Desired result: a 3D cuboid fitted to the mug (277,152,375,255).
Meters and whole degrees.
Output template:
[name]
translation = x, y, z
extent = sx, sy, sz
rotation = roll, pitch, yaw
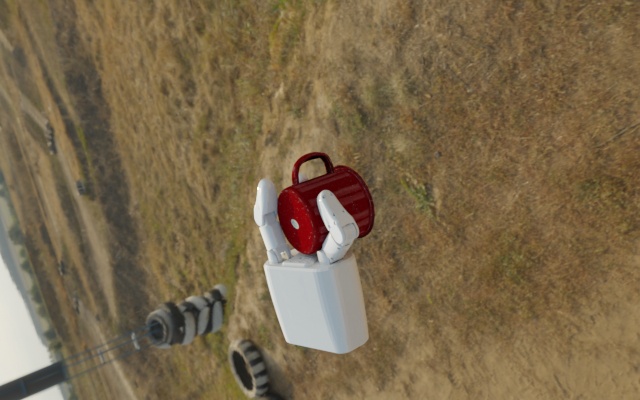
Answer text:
[mug]
translation = 0.000, 0.001, 0.557
extent = 0.081, 0.117, 0.093
rotation = -20, 12, -31
